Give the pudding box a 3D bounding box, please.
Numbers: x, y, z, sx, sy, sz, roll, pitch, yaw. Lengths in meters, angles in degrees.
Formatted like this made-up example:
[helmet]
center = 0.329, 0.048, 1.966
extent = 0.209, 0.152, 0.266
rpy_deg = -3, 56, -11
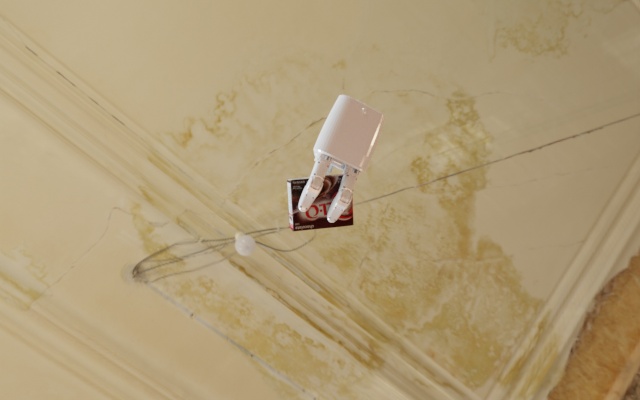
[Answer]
[pudding box]
center = 0.000, 0.003, 0.833
extent = 0.113, 0.090, 0.039
rpy_deg = -5, 8, -13
